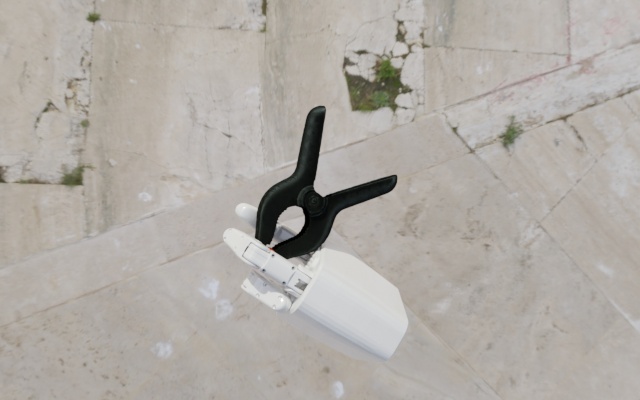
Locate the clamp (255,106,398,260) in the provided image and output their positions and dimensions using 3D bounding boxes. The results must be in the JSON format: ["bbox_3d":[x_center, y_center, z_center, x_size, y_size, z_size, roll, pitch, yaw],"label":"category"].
[{"bbox_3d":[0.000,0.002,0.494,0.120,0.171,0.039,33,-5,-6],"label":"clamp"}]
